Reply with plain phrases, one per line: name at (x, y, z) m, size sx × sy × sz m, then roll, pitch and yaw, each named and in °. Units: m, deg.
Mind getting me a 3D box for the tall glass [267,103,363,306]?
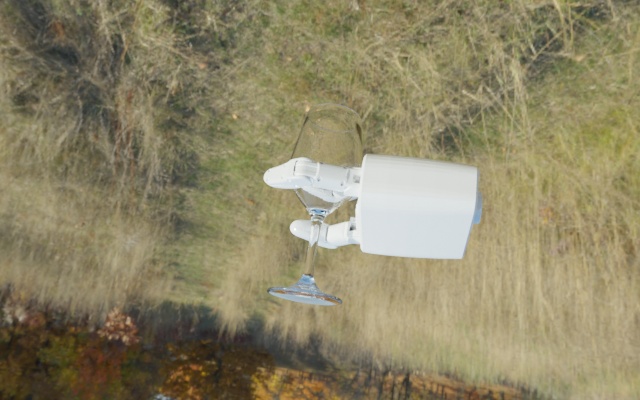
tall glass at (0.000, 0.002, 0.495) m, size 0.079 × 0.201 × 0.079 m, roll 8°, pitch -19°, yaw 3°
